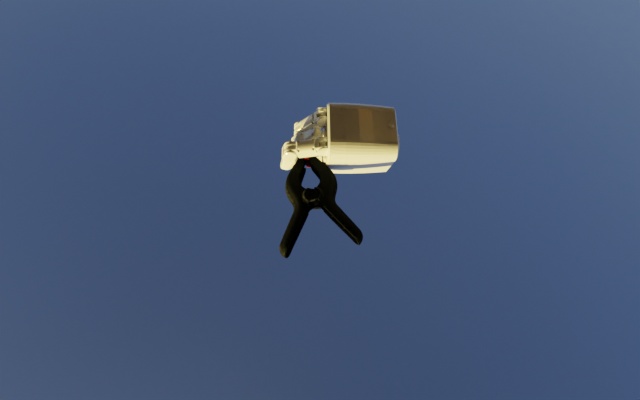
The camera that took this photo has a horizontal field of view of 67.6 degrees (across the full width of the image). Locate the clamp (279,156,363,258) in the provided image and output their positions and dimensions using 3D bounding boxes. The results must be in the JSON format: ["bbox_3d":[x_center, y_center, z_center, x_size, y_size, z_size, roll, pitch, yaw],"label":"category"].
[{"bbox_3d":[0.000,0.002,0.714,0.120,0.171,0.039,0,-23,-2],"label":"clamp"}]
